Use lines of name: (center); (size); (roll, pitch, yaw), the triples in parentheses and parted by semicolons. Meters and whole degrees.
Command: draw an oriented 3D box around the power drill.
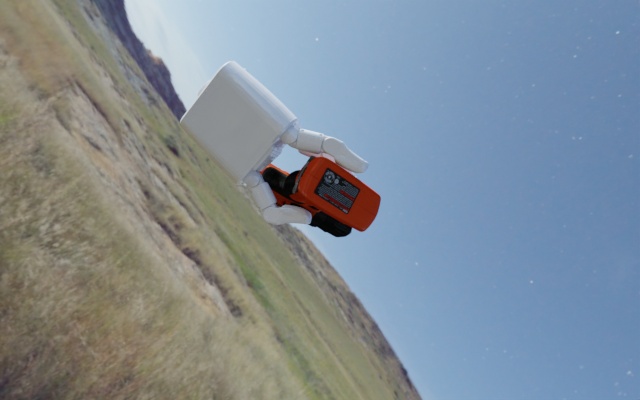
power drill: (0.000, 0.002, 0.642); (0.184, 0.057, 0.187); (30, -13, -21)
